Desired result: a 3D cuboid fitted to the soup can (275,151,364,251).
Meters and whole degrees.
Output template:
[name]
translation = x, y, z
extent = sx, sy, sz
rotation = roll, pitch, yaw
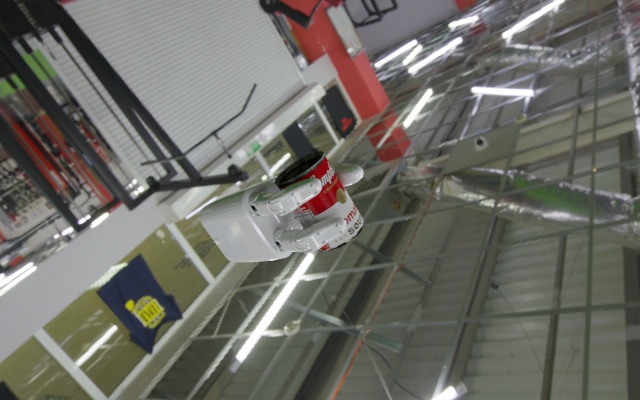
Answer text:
[soup can]
translation = 0.001, 0.002, 0.572
extent = 0.068, 0.102, 0.068
rotation = -28, 18, 10
